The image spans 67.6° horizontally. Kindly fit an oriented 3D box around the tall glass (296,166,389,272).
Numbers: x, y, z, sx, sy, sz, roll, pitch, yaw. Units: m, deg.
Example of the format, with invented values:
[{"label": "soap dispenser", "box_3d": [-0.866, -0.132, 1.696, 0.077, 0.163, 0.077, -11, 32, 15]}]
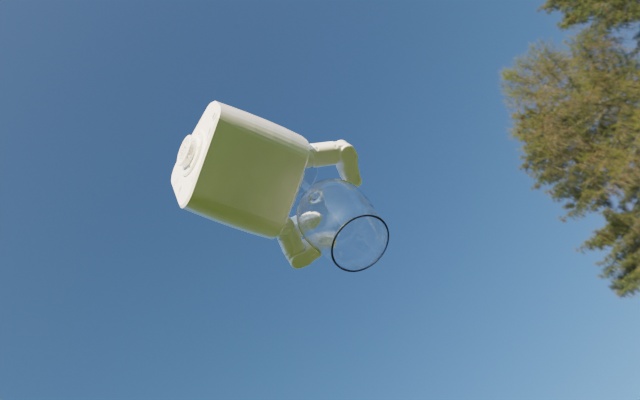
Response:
[{"label": "tall glass", "box_3d": [0.000, 0.001, 0.533, 0.079, 0.079, 0.201, 0, 24, -25]}]
